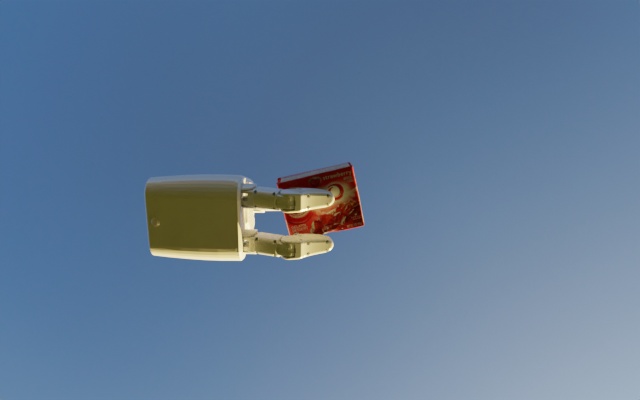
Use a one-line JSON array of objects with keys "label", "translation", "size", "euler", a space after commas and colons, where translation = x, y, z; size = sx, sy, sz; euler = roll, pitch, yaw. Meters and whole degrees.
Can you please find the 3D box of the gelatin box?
[{"label": "gelatin box", "translation": [0.000, 0.002, 0.553], "size": [0.089, 0.073, 0.030], "euler": [-13, 16, 0]}]
